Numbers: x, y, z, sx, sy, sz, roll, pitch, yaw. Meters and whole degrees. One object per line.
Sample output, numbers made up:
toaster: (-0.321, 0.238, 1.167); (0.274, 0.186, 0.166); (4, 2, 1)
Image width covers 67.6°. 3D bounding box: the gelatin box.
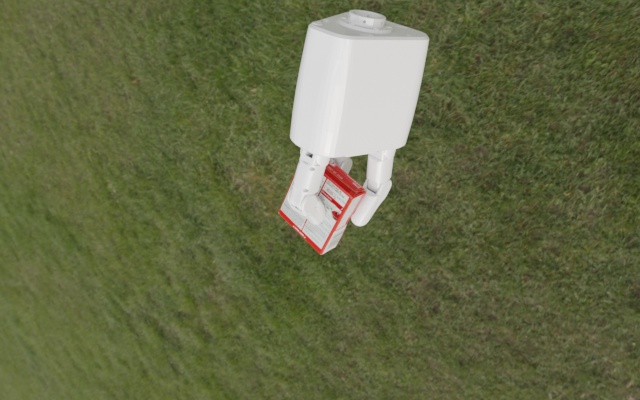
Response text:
gelatin box: (0.000, 0.002, 0.516); (0.073, 0.089, 0.030); (42, 38, 22)
